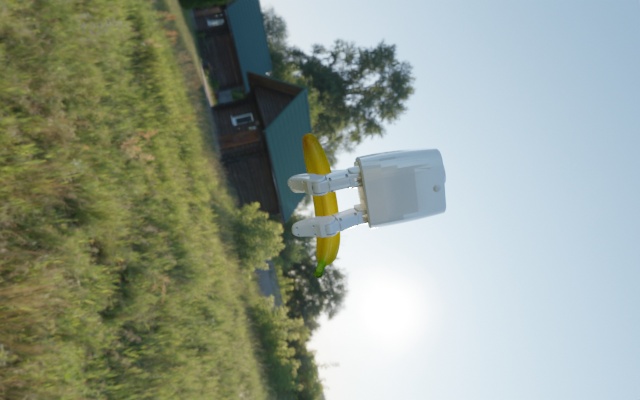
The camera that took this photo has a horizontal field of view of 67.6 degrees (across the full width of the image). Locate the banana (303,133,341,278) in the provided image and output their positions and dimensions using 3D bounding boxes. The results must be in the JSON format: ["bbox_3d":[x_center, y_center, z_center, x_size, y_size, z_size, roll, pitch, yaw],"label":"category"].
[{"bbox_3d":[0.004,0.005,0.677,0.037,0.198,0.069,-6,1,11],"label":"banana"}]
